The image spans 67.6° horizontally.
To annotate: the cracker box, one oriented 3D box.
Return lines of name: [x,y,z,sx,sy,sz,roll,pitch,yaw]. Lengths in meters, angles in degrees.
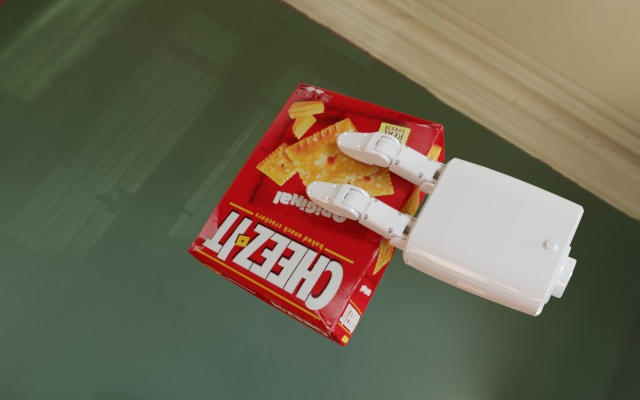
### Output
cracker box: [0.000,0.001,0.463,0.164,0.213,0.072,24,-18,25]
